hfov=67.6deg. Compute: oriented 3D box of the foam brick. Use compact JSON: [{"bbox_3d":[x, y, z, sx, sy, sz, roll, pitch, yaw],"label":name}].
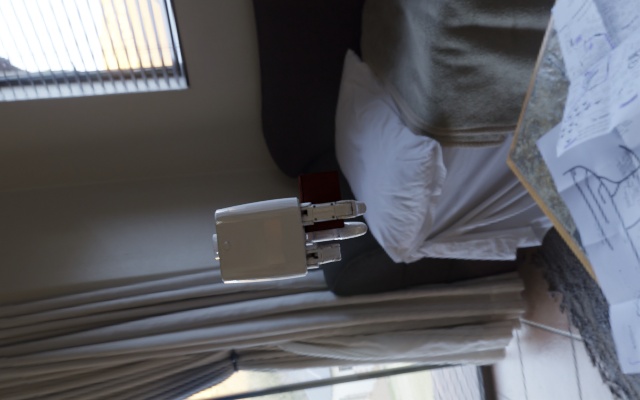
[{"bbox_3d":[0.000,0.002,0.640,0.051,0.078,0.053,-7,-3,-5],"label":"foam brick"}]
